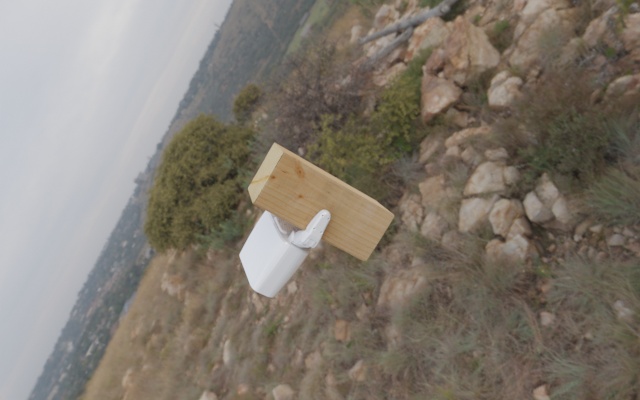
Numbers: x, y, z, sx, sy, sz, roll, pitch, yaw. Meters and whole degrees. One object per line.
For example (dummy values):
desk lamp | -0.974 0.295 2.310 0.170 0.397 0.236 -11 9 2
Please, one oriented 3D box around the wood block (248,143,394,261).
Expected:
wood block | 0.000 0.003 0.758 0.206 0.090 0.090 28 8 -20
